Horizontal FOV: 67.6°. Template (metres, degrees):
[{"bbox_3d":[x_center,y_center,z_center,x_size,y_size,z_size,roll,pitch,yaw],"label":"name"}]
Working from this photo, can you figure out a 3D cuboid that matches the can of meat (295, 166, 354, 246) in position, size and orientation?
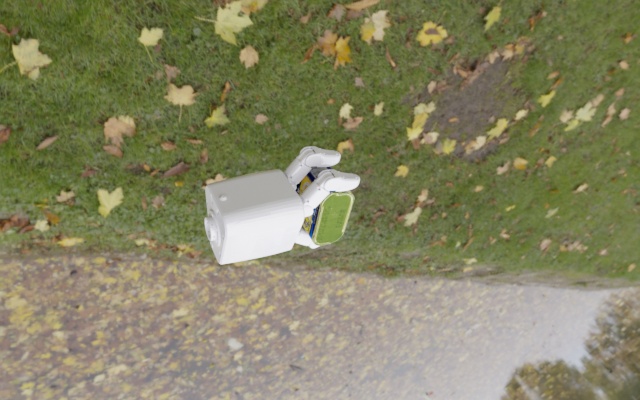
[{"bbox_3d":[0.000,0.003,0.691,0.057,0.102,0.084,-9,42,-27],"label":"can of meat"}]
